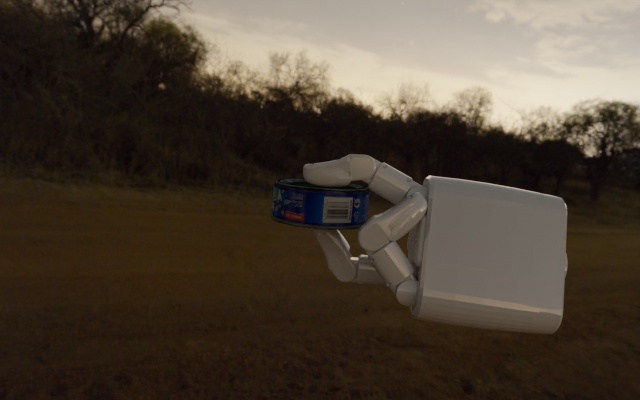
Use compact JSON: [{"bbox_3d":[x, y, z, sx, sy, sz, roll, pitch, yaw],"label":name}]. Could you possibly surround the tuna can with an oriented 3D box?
[{"bbox_3d":[0.000,0.001,0.423,0.086,0.034,0.086,4,8,-1],"label":"tuna can"}]
